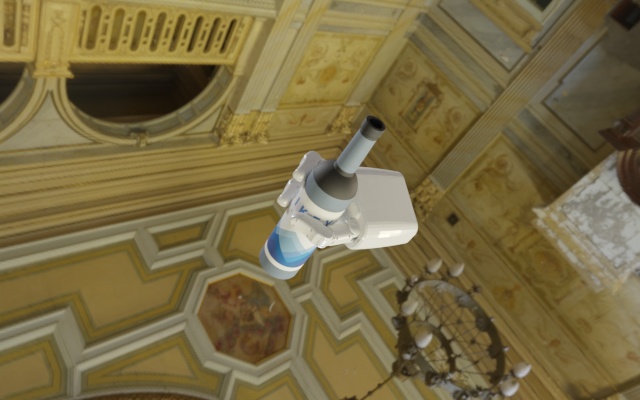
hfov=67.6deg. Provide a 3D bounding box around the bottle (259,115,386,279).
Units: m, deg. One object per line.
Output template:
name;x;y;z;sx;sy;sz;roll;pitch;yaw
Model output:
bottle;0.000;0.002;0.654;0.069;0.069;0.296;0;-39;-35
